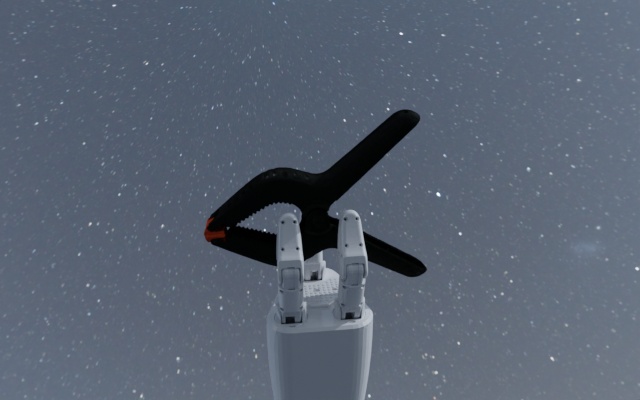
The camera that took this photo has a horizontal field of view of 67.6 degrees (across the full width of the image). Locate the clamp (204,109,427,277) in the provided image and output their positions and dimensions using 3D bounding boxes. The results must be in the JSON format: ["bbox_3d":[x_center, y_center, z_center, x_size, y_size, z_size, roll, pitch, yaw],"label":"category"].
[{"bbox_3d":[-0.001,0.001,0.436,0.210,0.165,0.036,-3,20,-6],"label":"clamp"}]
